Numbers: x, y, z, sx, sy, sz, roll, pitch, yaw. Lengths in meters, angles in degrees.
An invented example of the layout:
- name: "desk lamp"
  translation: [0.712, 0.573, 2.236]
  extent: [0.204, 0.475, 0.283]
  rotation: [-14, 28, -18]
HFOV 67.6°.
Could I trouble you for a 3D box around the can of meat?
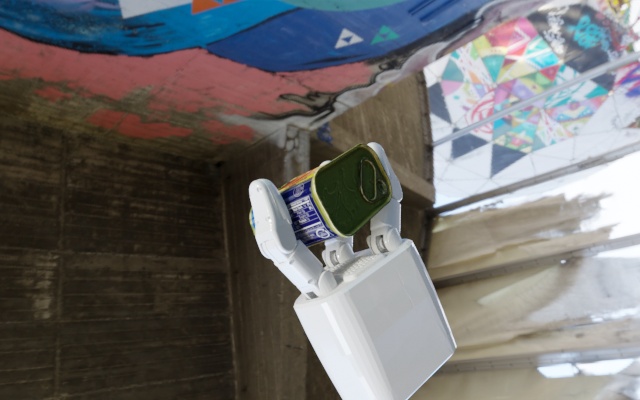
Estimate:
- name: "can of meat"
  translation: [0.000, 0.001, 0.410]
  extent: [0.084, 0.057, 0.102]
  rotation: [-23, 8, 39]
